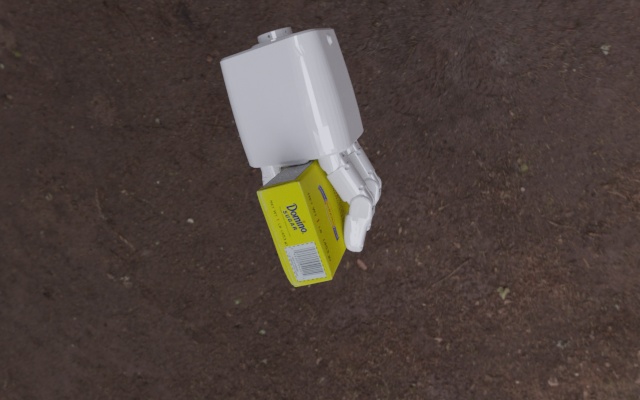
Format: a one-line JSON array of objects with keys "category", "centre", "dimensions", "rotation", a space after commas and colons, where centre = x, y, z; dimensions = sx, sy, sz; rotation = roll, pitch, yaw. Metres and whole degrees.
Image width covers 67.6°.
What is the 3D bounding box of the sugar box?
[{"category": "sugar box", "centre": [0.001, 0.001, 0.474], "dimensions": [0.048, 0.093, 0.176], "rotation": [-12, 16, 21]}]
